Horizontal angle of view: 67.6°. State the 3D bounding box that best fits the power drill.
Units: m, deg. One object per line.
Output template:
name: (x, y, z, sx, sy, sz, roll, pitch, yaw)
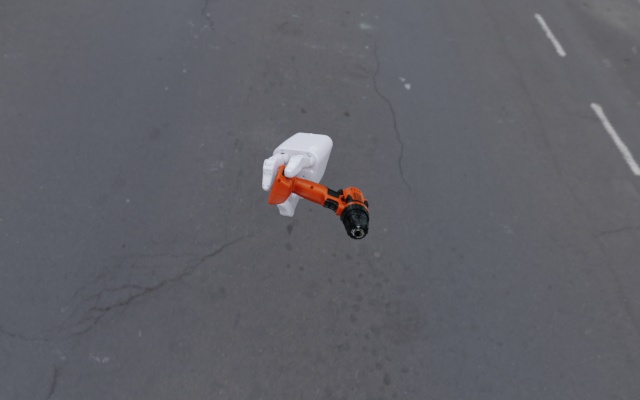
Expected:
power drill: (0.000, 0.003, 0.889, 0.187, 0.057, 0.184, 20, 18, -7)
